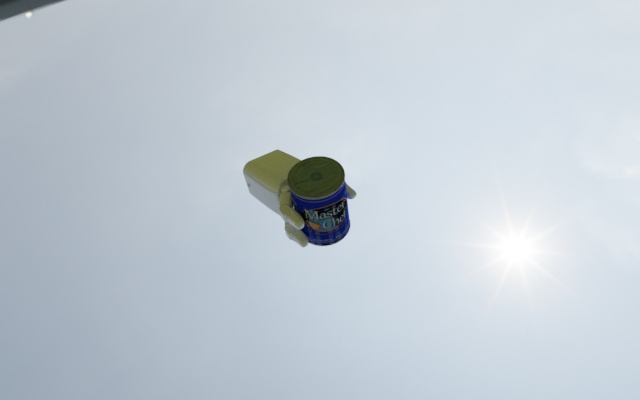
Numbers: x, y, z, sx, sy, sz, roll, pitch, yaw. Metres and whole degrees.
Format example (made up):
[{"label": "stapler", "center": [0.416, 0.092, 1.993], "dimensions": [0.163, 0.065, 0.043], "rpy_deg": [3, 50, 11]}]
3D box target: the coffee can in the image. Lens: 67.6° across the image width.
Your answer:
[{"label": "coffee can", "center": [0.000, 0.003, 0.889], "dimensions": [0.103, 0.102, 0.140], "rpy_deg": [0, -42, 9]}]
